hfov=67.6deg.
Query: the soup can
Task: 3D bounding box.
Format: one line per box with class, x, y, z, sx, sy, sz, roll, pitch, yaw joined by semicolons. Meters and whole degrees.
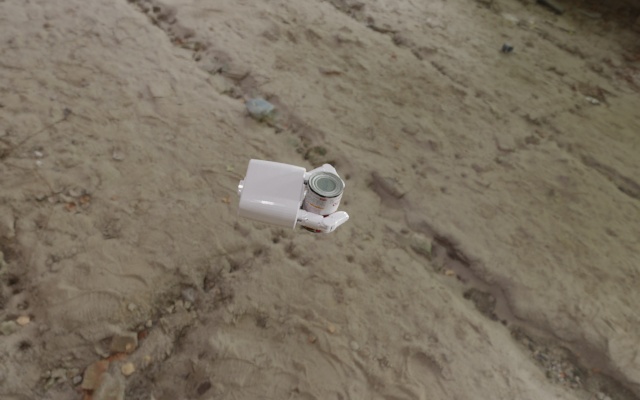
soup can;0.001;0.003;0.890;0.068;0.068;0.102;0;-42;-16
